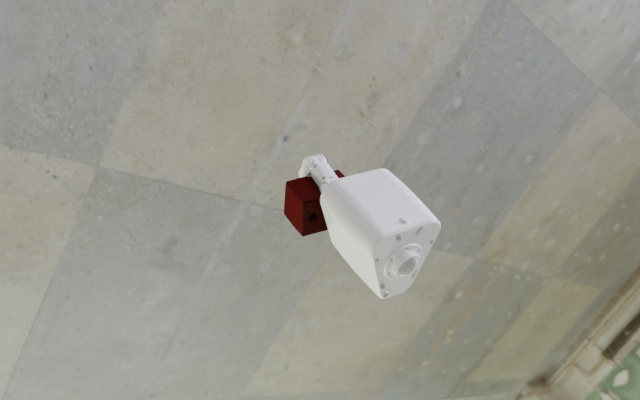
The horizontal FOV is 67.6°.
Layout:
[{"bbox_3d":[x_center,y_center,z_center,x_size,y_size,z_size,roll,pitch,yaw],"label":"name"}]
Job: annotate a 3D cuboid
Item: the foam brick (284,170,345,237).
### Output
[{"bbox_3d":[0.000,0.002,0.597,0.078,0.053,0.051,-15,41,-23],"label":"foam brick"}]
